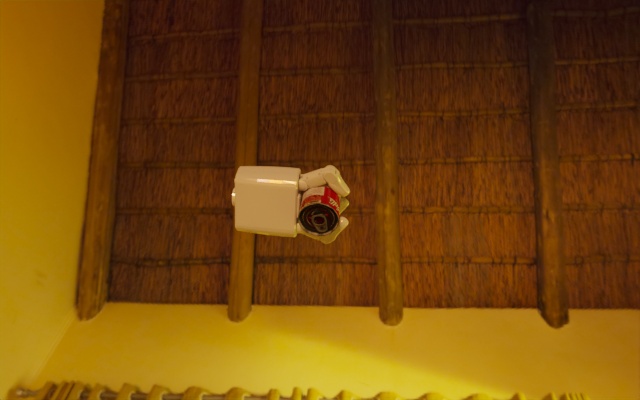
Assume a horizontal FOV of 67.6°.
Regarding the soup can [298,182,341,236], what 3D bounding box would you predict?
[{"bbox_3d":[0.001,0.002,0.816,0.068,0.069,0.102,0,36,5],"label":"soup can"}]
